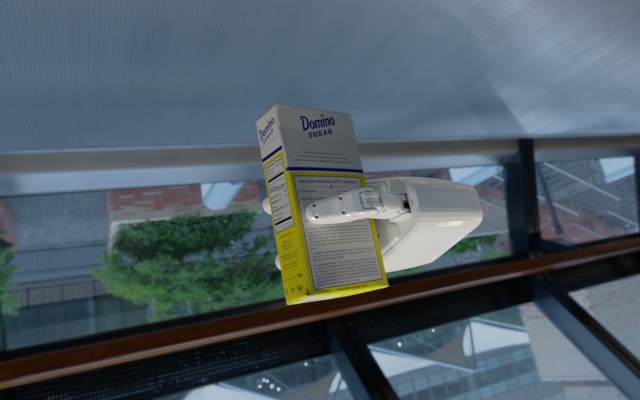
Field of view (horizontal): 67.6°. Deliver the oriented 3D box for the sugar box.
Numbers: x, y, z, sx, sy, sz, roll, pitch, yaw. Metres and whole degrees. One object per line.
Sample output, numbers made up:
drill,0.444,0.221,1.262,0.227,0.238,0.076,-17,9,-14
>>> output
sugar box,0.000,0.002,0.447,0.093,0.176,0.048,0,-20,-37
